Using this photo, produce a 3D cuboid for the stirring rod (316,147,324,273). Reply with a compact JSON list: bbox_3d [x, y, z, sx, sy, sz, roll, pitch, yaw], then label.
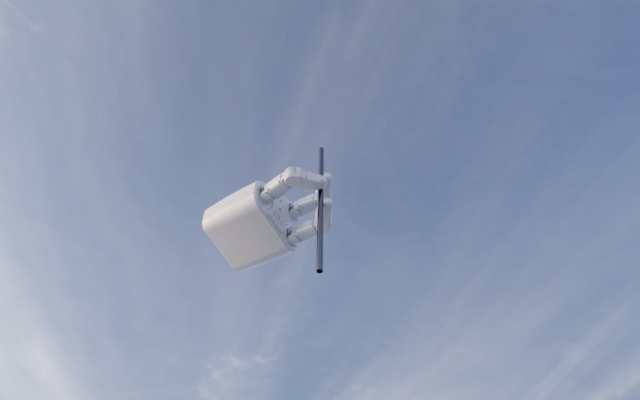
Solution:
[{"bbox_3d":[0.000,0.002,0.655,0.011,0.011,0.239,0,43,1],"label":"stirring rod"}]
